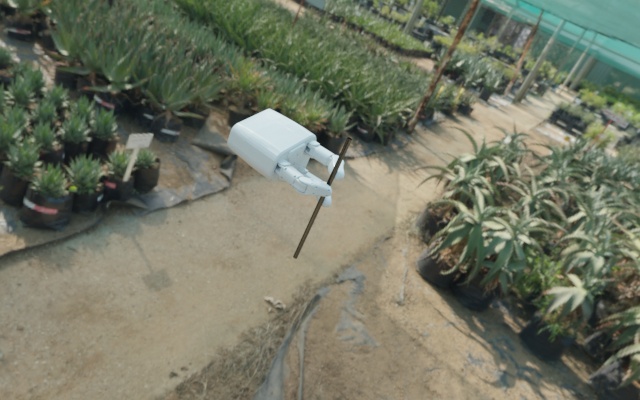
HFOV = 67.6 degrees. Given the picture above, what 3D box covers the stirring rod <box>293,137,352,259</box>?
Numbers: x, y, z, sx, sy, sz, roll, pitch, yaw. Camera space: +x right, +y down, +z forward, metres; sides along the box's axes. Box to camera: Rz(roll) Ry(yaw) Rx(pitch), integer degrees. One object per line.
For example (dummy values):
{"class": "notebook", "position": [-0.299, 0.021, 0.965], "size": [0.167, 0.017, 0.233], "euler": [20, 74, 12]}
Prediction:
{"class": "stirring rod", "position": [0.000, 0.003, 0.786], "size": [0.011, 0.240, 0.011], "euler": [19, 27, -10]}
